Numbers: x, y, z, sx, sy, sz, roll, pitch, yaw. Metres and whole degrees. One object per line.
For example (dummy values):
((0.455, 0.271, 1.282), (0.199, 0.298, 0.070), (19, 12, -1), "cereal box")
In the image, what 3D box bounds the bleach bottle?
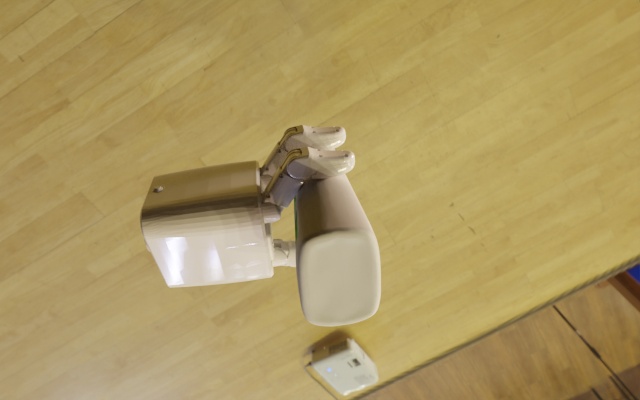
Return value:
((0.000, 0.002, 0.483), (0.068, 0.103, 0.250), (-7, 30, -5), "bleach bottle")
